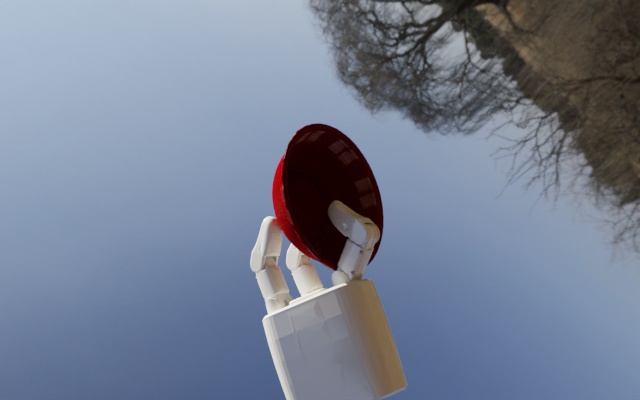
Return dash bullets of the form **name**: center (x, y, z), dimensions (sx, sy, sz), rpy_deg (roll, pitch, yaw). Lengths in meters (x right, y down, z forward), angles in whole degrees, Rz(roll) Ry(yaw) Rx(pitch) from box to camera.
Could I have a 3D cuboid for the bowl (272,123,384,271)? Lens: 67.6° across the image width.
- **bowl**: center (0.000, 0.001, 0.516), dimensions (0.055, 0.162, 0.162), rpy_deg (-18, -12, 39)
